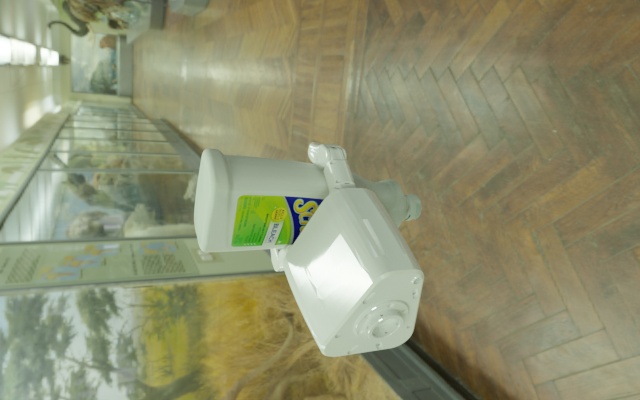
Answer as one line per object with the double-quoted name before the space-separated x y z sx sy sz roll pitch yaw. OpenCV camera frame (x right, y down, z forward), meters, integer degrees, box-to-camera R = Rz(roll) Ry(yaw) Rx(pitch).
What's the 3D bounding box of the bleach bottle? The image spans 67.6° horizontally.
"bleach bottle" 0.000 0.002 0.508 0.251 0.103 0.068 0 39 -25
